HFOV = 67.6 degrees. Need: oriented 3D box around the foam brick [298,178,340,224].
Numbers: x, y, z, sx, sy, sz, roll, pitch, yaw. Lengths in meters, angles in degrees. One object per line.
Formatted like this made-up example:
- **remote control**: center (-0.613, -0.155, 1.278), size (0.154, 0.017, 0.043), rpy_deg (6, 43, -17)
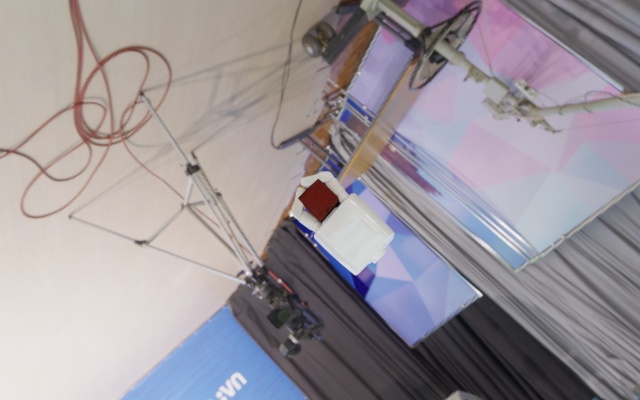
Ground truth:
- **foam brick**: center (0.000, 0.003, 0.867), size (0.051, 0.053, 0.078), rpy_deg (44, -3, 13)
